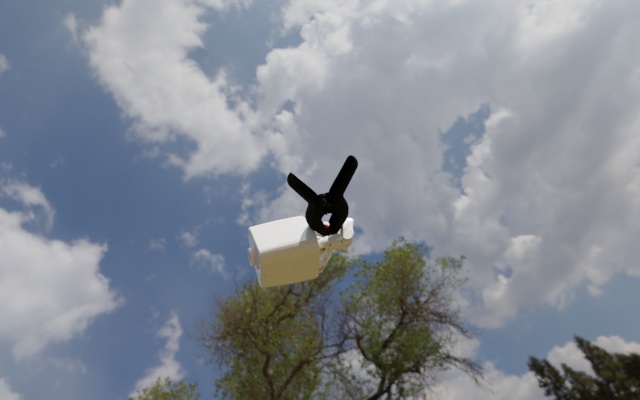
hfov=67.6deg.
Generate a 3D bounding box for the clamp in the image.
[{"bbox_3d":[0.000,0.002,0.818,0.120,0.172,0.039,-6,39,-13],"label":"clamp"}]
